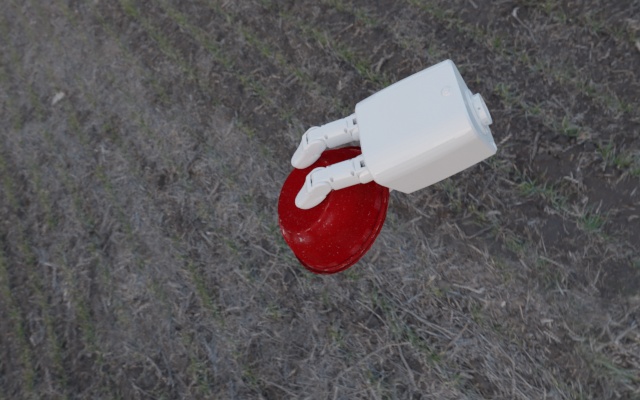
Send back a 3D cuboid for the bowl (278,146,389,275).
[{"bbox_3d":[-0.001,0.003,0.558,0.055,0.162,0.162,24,-16,-40],"label":"bowl"}]
